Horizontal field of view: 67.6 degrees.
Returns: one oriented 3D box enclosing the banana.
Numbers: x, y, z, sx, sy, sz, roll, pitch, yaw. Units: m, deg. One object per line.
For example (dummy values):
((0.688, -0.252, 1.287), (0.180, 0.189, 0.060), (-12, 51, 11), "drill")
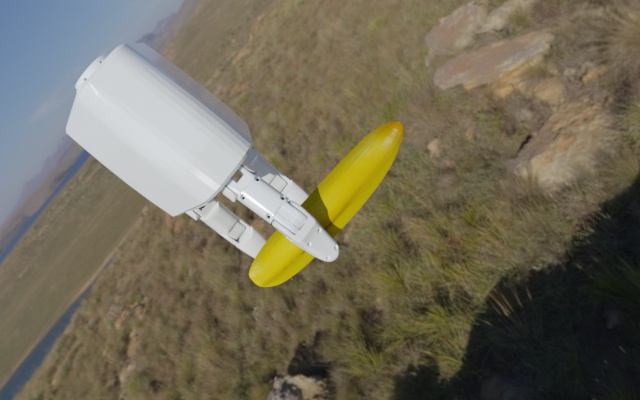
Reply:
((-0.002, 0.011, 0.398), (0.037, 0.198, 0.069), (40, 15, -15), "banana")
